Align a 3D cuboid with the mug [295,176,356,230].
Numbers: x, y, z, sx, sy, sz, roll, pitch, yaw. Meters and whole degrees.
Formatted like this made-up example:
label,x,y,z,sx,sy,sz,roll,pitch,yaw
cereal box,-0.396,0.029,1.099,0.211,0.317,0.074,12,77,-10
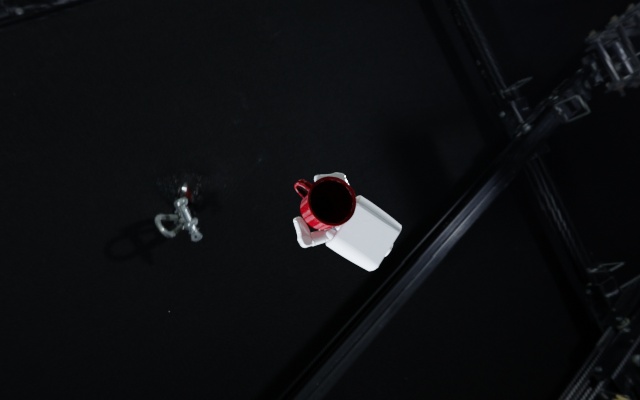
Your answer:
label,x,y,z,sx,sy,sz,roll,pitch,yaw
mug,-0.001,0.002,0.894,0.117,0.093,0.081,35,-20,-7
